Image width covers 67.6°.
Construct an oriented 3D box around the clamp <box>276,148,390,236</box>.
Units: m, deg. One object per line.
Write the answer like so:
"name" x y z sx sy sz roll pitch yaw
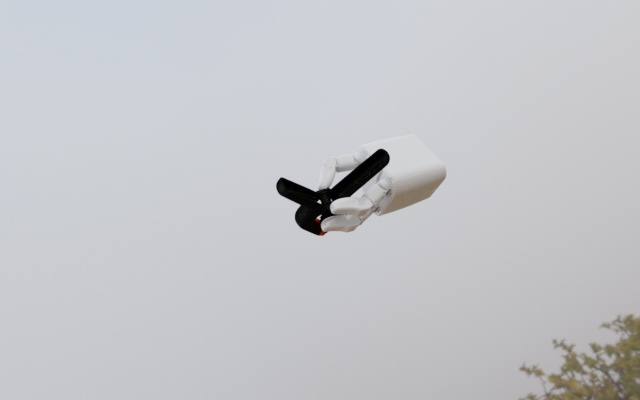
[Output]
"clamp" 0.000 0.002 0.714 0.164 0.036 0.210 -13 -25 -22
